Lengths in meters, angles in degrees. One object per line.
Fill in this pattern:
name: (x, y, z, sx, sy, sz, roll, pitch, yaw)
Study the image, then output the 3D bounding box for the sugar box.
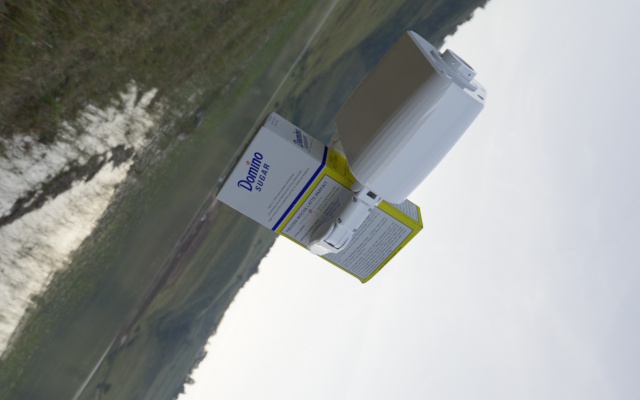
sugar box: (0.000, 0.001, 0.459, 0.176, 0.093, 0.048, 33, 28, -12)
